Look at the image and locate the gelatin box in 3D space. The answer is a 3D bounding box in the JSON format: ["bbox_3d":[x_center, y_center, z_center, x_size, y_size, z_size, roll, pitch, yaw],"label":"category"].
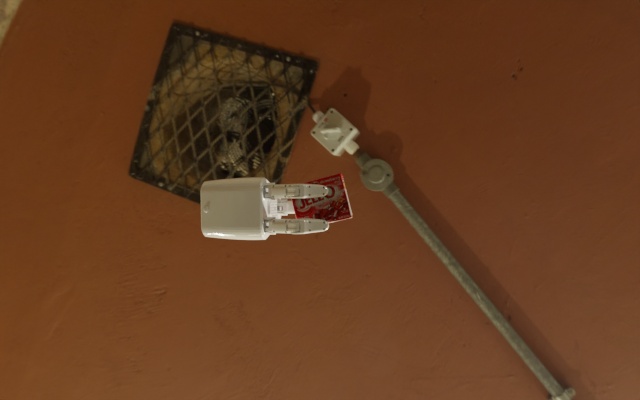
[{"bbox_3d":[0.001,0.002,0.768,0.089,0.073,0.030,-14,-2,7],"label":"gelatin box"}]
